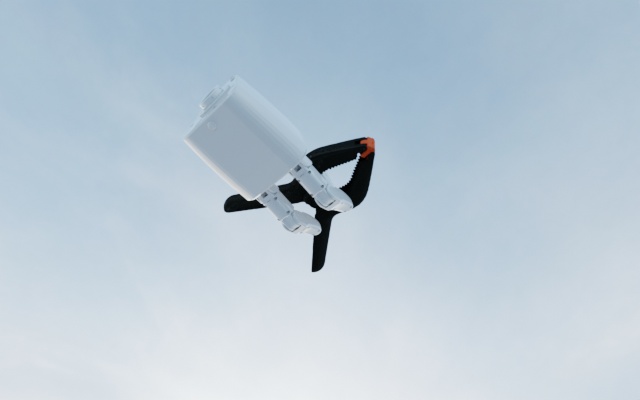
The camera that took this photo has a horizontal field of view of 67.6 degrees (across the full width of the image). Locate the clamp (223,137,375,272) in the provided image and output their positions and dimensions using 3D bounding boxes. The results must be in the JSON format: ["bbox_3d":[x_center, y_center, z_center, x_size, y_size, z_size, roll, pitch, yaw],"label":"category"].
[{"bbox_3d":[0.000,0.001,0.615,0.210,0.164,0.036,-36,24,25],"label":"clamp"}]
